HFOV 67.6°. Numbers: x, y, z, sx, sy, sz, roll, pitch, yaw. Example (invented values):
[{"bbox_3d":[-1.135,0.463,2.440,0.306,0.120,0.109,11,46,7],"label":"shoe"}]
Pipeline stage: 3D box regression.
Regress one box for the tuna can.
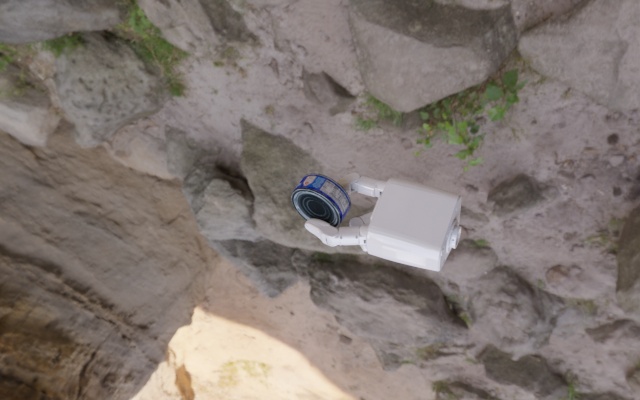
[{"bbox_3d":[0.000,0.003,0.708,0.086,0.086,0.033,0,43,42],"label":"tuna can"}]
